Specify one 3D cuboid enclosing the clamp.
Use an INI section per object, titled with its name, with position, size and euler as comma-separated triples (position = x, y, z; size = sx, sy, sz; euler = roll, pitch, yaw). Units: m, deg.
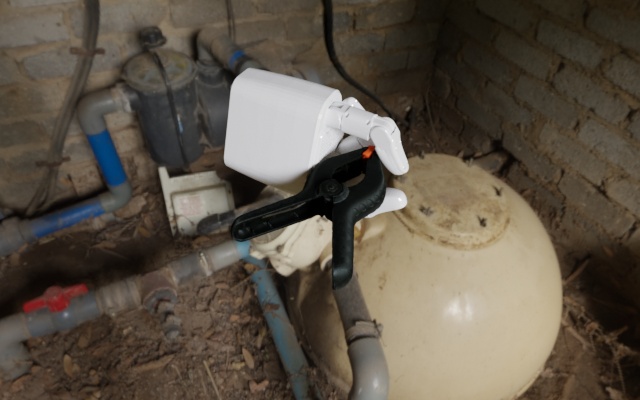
[clamp]
position = 0.000, 0.001, 0.451
size = 0.120, 0.039, 0.171
euler = 20, 45, 15
